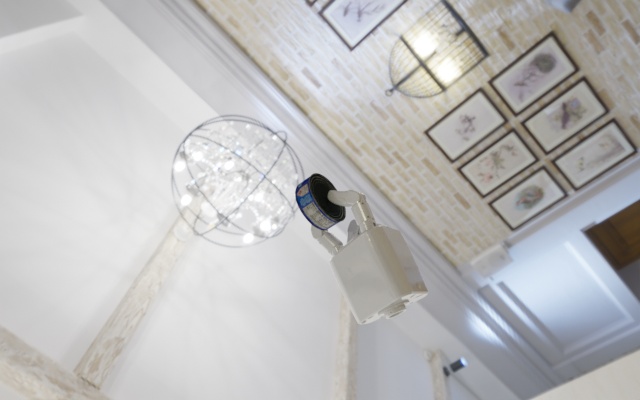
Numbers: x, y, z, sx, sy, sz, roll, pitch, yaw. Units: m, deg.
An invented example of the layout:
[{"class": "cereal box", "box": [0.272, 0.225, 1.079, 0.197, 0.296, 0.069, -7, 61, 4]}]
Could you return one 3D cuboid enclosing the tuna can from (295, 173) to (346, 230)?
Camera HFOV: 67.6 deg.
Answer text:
[{"class": "tuna can", "box": [0.000, 0.003, 0.740, 0.034, 0.086, 0.086, -33, -16, 26]}]
